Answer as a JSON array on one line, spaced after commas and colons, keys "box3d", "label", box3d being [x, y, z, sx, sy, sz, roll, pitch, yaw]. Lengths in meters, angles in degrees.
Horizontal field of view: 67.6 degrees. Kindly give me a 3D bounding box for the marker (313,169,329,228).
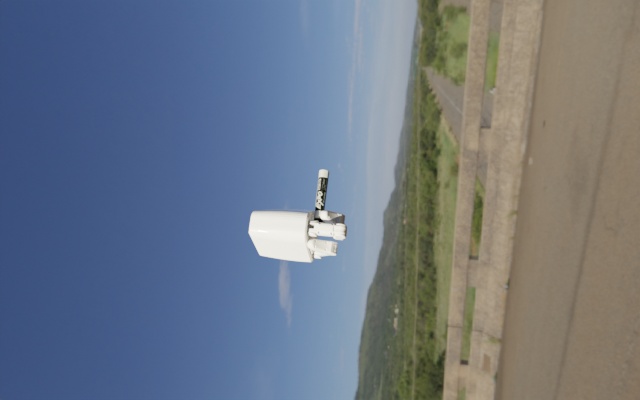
[{"box3d": [0.000, 0.003, 0.869, 0.020, 0.121, 0.020, 6, -16, 2], "label": "marker"}]
